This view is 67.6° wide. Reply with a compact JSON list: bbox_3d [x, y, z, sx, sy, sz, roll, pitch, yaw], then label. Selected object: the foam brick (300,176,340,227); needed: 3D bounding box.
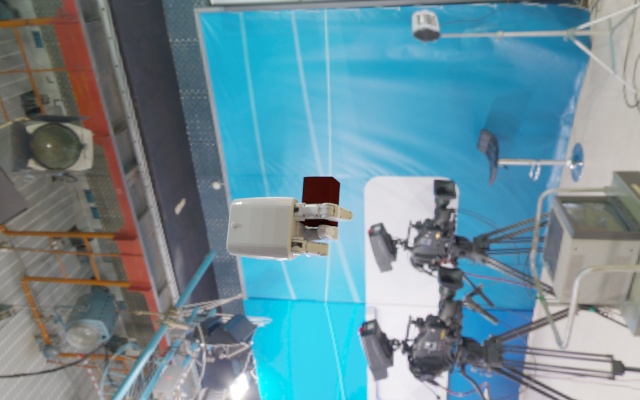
[{"bbox_3d":[0.000,0.002,0.782,0.051,0.078,0.053,0,-12,17],"label":"foam brick"}]
